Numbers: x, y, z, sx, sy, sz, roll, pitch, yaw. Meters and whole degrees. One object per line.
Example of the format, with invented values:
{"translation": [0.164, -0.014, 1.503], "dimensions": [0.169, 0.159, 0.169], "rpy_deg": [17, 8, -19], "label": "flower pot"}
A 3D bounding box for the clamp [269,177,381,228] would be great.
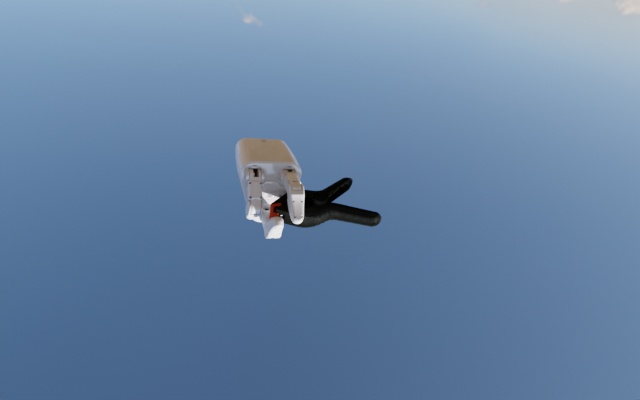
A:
{"translation": [0.000, 0.003, 0.761], "dimensions": [0.171, 0.039, 0.120], "rpy_deg": [0, 29, -16], "label": "clamp"}
